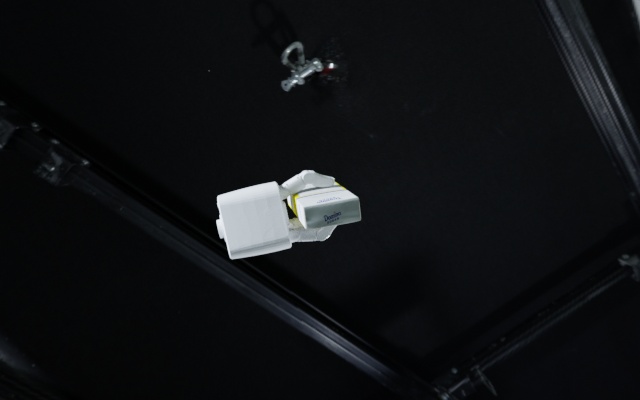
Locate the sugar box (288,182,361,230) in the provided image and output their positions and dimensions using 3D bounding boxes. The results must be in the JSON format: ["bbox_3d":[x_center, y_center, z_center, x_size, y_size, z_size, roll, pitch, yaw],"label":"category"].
[{"bbox_3d":[0.000,0.003,0.828,0.093,0.048,0.176,-10,17,-10],"label":"sugar box"}]
